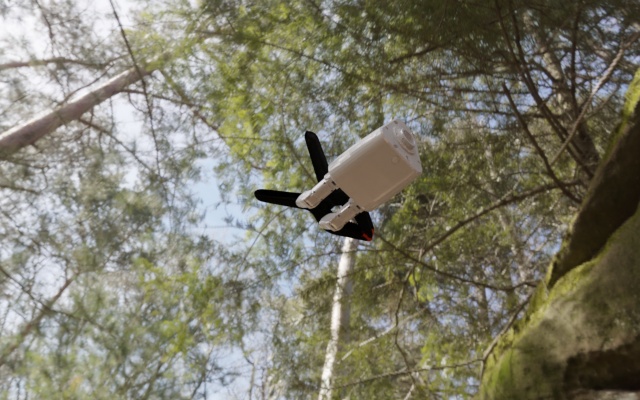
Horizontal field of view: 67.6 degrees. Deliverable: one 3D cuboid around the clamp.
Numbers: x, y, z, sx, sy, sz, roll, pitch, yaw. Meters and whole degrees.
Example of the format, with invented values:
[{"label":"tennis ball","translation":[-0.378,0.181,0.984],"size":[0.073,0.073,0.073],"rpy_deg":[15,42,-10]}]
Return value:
[{"label":"clamp","translation":[0.001,0.002,0.802],"size":[0.164,0.210,0.036],"rpy_deg":[-37,17,32]}]
